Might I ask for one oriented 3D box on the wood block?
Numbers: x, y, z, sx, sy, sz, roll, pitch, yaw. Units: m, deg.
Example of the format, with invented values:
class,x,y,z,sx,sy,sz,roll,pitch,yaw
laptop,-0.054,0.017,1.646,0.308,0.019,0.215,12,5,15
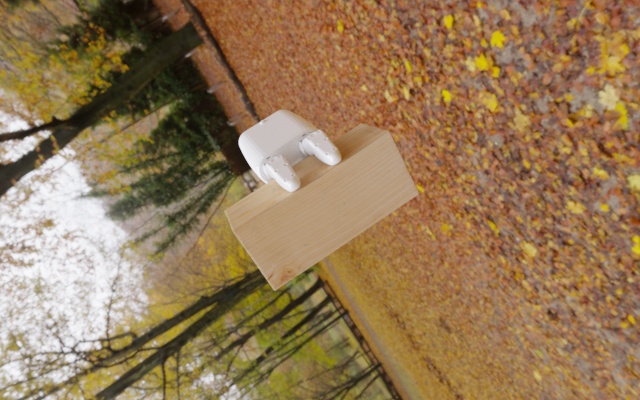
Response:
class,x,y,z,sx,sy,sz,roll,pitch,yaw
wood block,0.000,0.002,0.579,0.206,0.091,0.090,-33,22,-7
